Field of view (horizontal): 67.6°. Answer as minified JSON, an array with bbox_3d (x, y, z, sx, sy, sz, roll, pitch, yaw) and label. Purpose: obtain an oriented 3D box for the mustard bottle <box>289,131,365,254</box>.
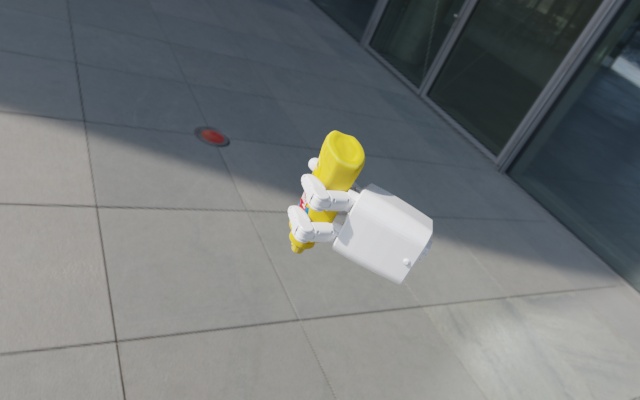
[{"bbox_3d":[0.000,0.002,0.684,0.058,0.192,0.096,17,32,-14],"label":"mustard bottle"}]
